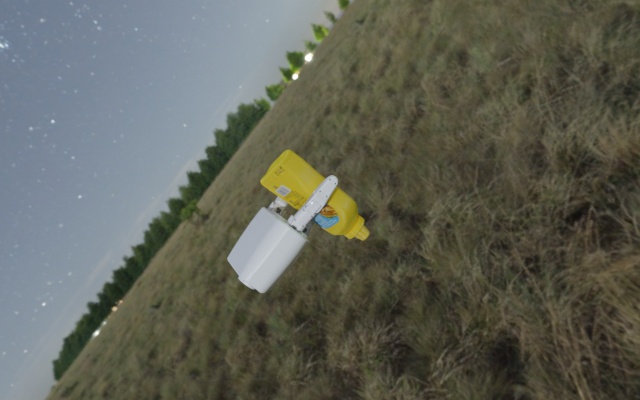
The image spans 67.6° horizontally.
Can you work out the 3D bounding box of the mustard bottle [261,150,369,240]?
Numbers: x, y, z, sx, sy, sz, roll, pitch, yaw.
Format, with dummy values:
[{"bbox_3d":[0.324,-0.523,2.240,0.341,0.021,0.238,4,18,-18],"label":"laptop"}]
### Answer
[{"bbox_3d":[0.000,0.002,0.764,0.191,0.058,0.096,38,-30,-11],"label":"mustard bottle"}]
